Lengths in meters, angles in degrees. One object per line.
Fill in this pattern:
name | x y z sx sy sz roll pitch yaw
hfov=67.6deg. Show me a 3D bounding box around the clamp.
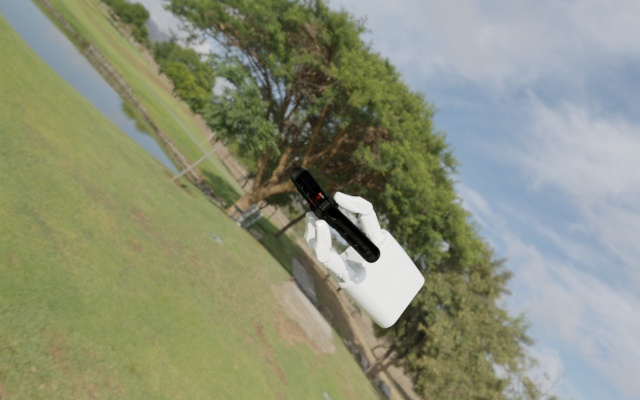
clamp | 0.001 0.002 0.700 0.036 0.164 0.210 -42 19 -3
